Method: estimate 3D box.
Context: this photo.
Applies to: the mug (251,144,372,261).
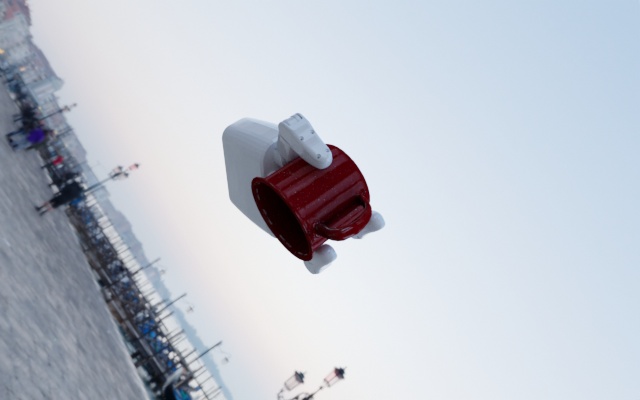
[{"bbox_3d":[0.001,0.002,0.450,0.081,0.093,0.117,-34,35,-23],"label":"mug"}]
